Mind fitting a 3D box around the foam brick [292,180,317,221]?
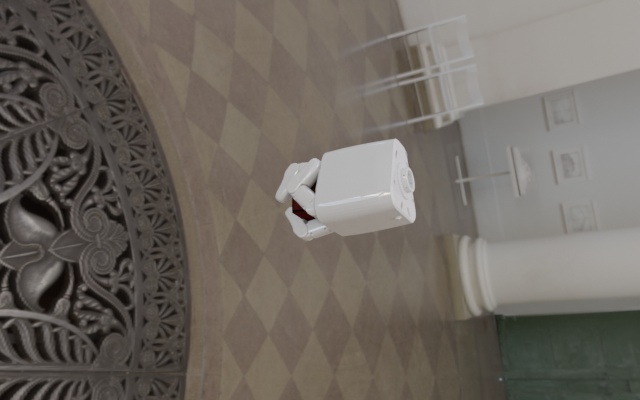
[{"bbox_3d":[0.000,0.002,0.691,0.051,0.053,0.078,-11,-24,26],"label":"foam brick"}]
